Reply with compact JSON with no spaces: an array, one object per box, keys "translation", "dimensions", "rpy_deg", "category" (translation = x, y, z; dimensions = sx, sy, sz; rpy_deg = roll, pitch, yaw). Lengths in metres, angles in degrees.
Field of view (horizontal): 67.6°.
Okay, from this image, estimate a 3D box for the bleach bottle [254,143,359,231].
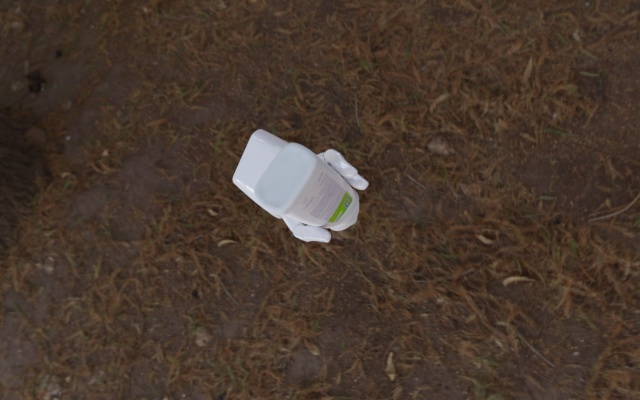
[{"translation":[0.000,0.002,0.744],"dimensions":[0.068,0.102,0.251],"rpy_deg":[35,-1,28],"category":"bleach bottle"}]
